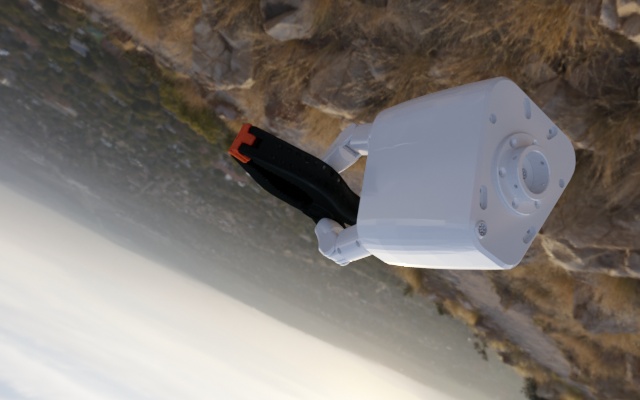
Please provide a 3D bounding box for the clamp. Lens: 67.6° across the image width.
[{"bbox_3d":[-0.001,0.002,0.453,0.210,0.036,0.164,33,-19,-25],"label":"clamp"}]
